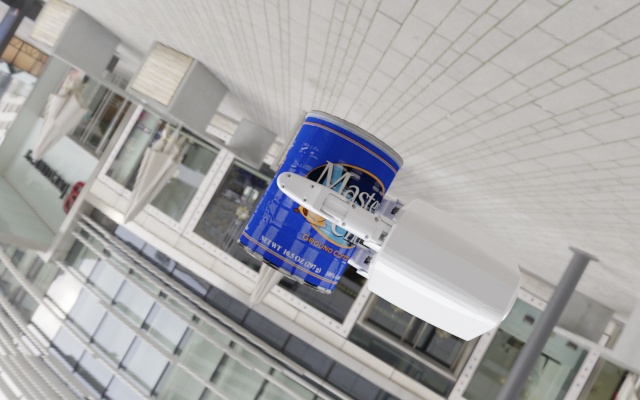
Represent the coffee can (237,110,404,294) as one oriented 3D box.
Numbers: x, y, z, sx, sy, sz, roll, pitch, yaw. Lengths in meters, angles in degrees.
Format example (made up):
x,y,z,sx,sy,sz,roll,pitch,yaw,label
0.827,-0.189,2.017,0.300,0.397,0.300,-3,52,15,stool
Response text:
x,y,z,sx,sy,sz,roll,pitch,yaw,label
0.000,0.001,0.451,0.103,0.140,0.103,29,-2,1,coffee can
